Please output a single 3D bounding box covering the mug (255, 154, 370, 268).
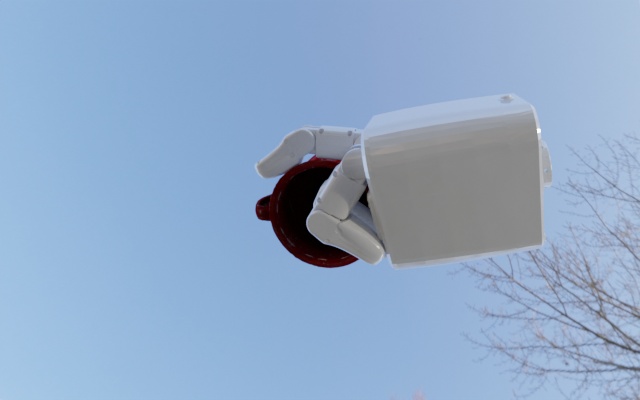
[{"bbox_3d":[-0.001,0.002,0.425,0.117,0.093,0.081,-7,17,16],"label":"mug"}]
